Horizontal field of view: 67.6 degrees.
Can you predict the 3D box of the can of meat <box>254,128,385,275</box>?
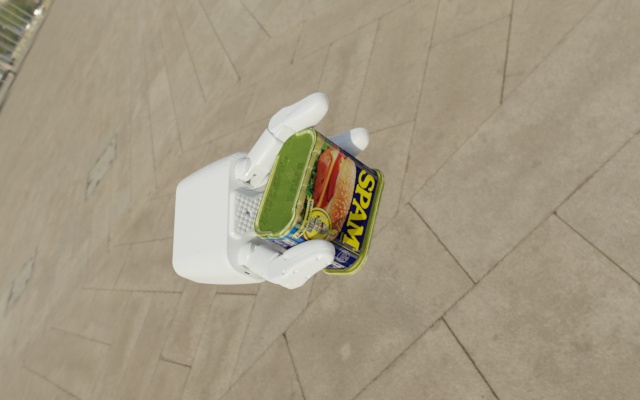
[{"bbox_3d":[0.000,0.001,0.404,0.084,0.102,0.057,30,-25,-35],"label":"can of meat"}]
